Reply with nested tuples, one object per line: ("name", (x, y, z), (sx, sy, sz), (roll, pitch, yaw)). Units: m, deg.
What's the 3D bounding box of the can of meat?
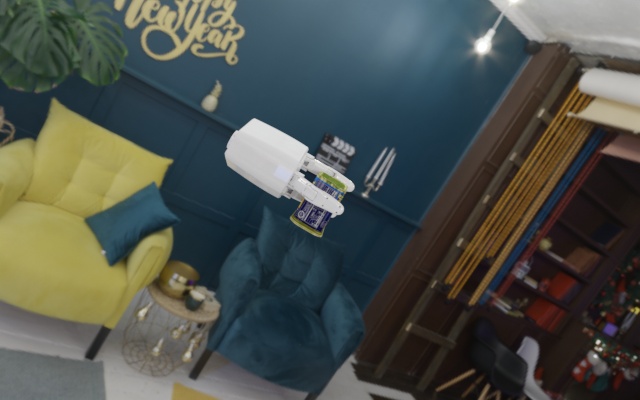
("can of meat", (0.000, 0.002, 0.767), (0.057, 0.084, 0.102), (31, 8, 0))
